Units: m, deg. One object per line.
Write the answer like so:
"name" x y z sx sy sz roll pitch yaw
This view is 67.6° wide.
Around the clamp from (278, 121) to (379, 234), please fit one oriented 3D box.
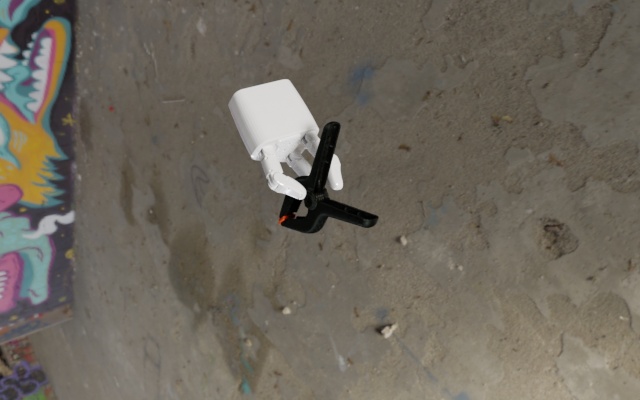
"clamp" -0.001 0.003 0.742 0.036 0.164 0.210 -10 -24 -39
